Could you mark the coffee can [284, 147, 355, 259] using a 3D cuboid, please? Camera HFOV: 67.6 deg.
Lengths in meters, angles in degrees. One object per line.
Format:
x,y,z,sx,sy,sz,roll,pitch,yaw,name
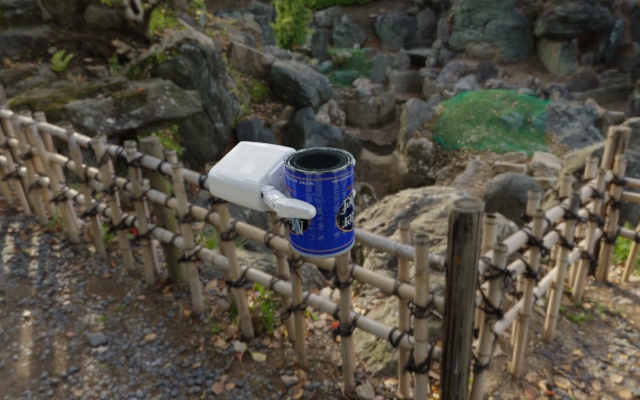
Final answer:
0.000,0.003,0.724,0.103,0.140,0.102,-2,26,1,coffee can
